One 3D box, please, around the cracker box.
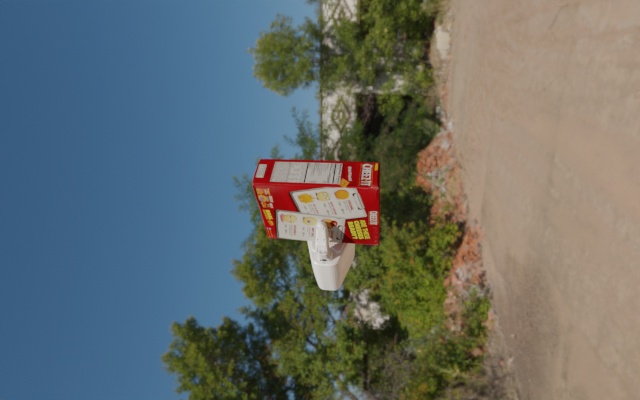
[{"bbox_3d":[0.000,0.003,0.860,0.213,0.072,0.164,2,-39,9],"label":"cracker box"}]
